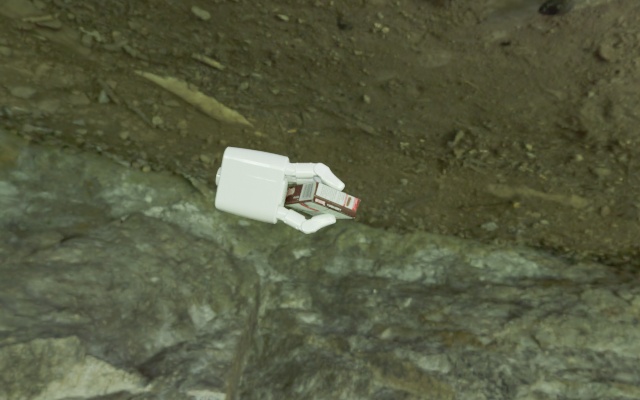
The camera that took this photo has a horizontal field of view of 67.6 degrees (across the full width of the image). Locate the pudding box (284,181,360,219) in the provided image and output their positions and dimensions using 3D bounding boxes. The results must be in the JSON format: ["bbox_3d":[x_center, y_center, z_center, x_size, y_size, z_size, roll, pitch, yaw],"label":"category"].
[{"bbox_3d":[0.000,0.003,0.827,0.090,0.039,0.113,21,-12,-26],"label":"pudding box"}]
